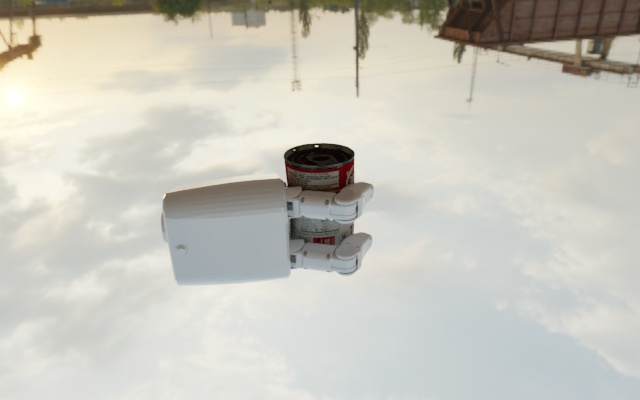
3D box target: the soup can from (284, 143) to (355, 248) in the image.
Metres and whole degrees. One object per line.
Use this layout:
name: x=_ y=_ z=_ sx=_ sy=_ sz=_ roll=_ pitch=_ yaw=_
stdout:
soup can: x=0.001 y=0.002 z=0.474 sx=0.068 sy=0.102 sz=0.068 roll=-1 pitch=24 yaw=1
